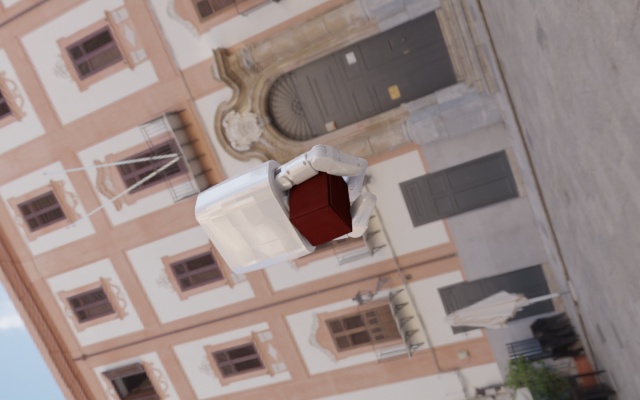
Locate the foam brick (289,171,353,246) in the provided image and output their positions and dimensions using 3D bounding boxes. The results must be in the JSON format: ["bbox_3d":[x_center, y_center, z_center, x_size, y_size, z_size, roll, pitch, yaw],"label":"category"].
[{"bbox_3d":[0.000,0.002,0.533,0.051,0.078,0.053,-23,-49,19],"label":"foam brick"}]
